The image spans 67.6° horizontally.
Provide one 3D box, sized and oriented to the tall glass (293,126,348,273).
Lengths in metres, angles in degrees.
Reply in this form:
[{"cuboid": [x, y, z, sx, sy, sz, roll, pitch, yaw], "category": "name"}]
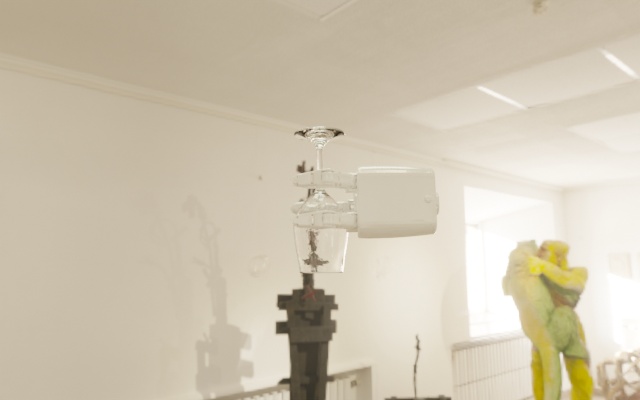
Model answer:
[{"cuboid": [0.000, 0.002, 0.679, 0.079, 0.201, 0.079, 0, -8, 0], "category": "tall glass"}]
